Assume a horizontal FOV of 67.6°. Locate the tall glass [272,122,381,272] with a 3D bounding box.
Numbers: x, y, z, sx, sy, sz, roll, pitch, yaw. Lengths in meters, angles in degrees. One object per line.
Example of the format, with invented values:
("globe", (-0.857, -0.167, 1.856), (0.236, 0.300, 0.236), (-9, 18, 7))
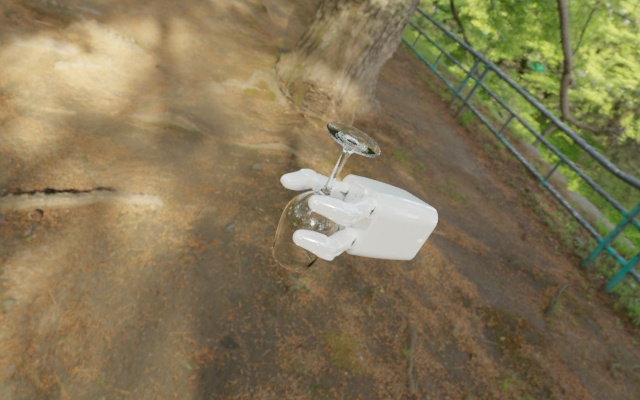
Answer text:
("tall glass", (0.000, 0.001, 0.629), (0.079, 0.201, 0.079), (22, 29, -12))
